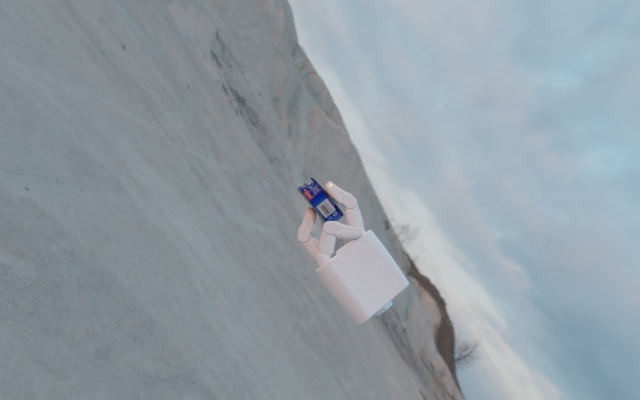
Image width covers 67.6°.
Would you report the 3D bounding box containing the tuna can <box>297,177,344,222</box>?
[{"bbox_3d":[0.001,0.002,0.797,0.034,0.086,0.086,-40,1,-1],"label":"tuna can"}]
